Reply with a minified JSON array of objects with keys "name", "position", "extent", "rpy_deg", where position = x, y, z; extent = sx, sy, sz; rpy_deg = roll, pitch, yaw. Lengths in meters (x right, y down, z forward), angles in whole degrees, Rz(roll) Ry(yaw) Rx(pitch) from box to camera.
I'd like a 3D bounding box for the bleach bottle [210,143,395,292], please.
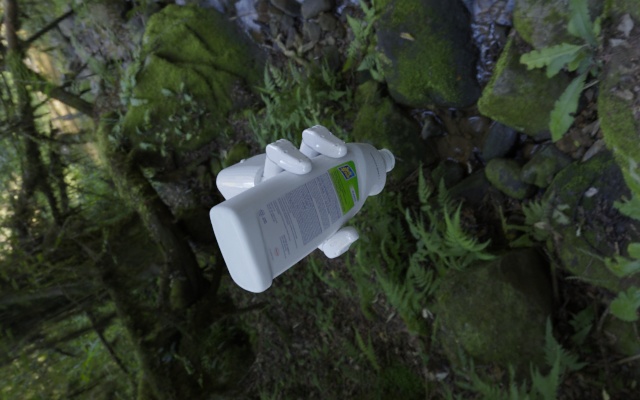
[{"name":"bleach bottle","position":[0.000,0.002,0.562],"extent":[0.250,0.102,0.068],"rpy_deg":[-28,20,-35]}]
